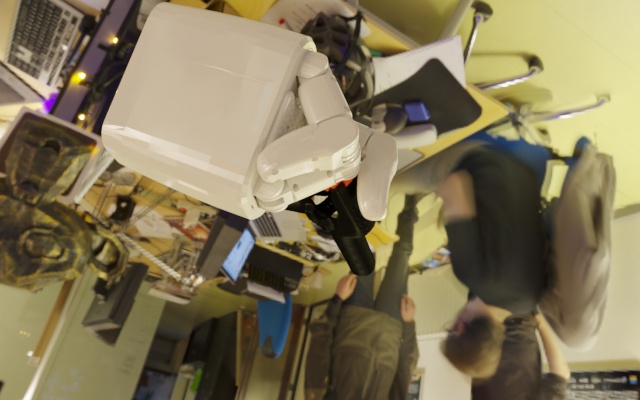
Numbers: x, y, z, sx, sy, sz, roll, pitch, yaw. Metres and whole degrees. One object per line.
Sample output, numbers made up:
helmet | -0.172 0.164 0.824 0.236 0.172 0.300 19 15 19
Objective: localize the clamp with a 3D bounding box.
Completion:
clamp | 0.000 0.002 0.403 0.120 0.039 0.172 32 -22 16
